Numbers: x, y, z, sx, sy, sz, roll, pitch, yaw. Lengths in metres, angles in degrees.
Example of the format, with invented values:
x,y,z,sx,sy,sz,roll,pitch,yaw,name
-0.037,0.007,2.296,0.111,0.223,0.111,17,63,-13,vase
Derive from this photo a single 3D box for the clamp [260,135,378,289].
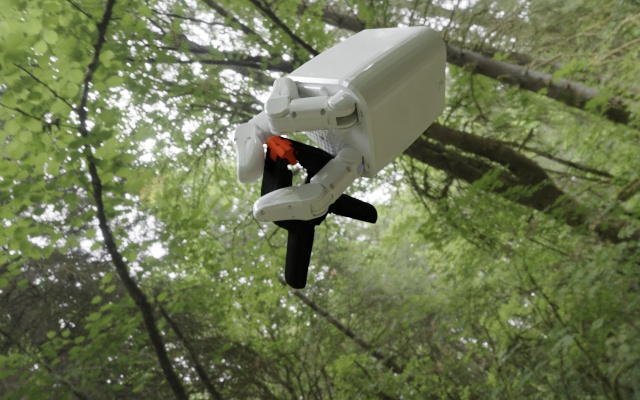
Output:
x,y,z,sx,sy,sz,roll,pitch,yaw,name
0.000,0.001,0.451,0.120,0.172,0.039,-39,52,-23,clamp
